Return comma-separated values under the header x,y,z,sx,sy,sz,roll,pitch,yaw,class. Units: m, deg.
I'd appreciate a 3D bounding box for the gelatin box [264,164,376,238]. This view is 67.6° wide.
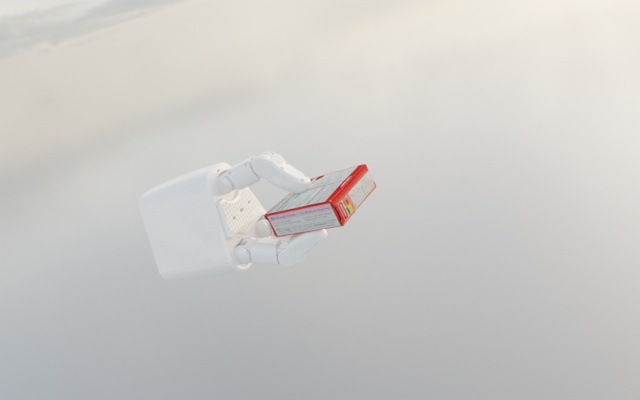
x,y,z,sx,sy,sz,roll,pitch,yaw,class
0.000,0.001,0.467,0.089,0.030,0.073,-14,22,40,gelatin box
